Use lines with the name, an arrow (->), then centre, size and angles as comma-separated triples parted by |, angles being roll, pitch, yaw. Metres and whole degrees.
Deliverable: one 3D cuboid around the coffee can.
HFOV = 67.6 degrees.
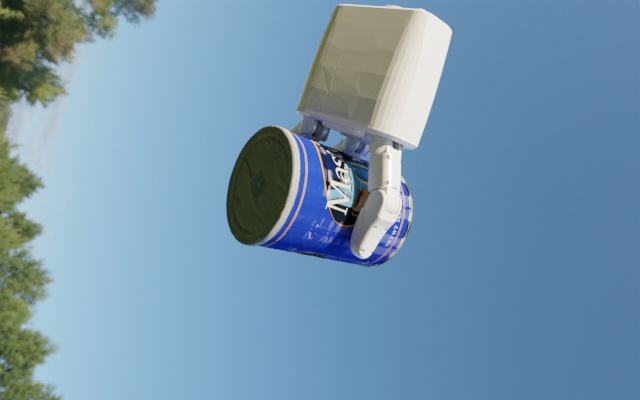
coffee can -> 0.000, 0.002, 0.439 | 0.140, 0.103, 0.103 | 16, -10, -37
